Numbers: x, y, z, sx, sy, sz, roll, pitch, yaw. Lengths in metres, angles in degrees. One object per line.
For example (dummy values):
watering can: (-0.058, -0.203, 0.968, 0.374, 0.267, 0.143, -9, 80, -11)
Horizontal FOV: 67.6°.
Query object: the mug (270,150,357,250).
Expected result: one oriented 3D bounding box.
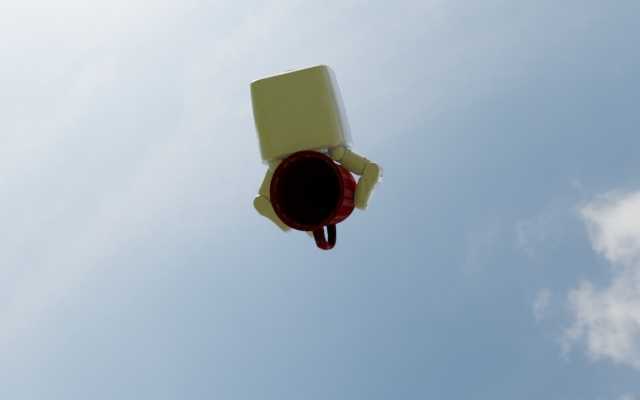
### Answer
mug: (0.001, 0.003, 0.579, 0.093, 0.117, 0.081, -16, -7, 19)
